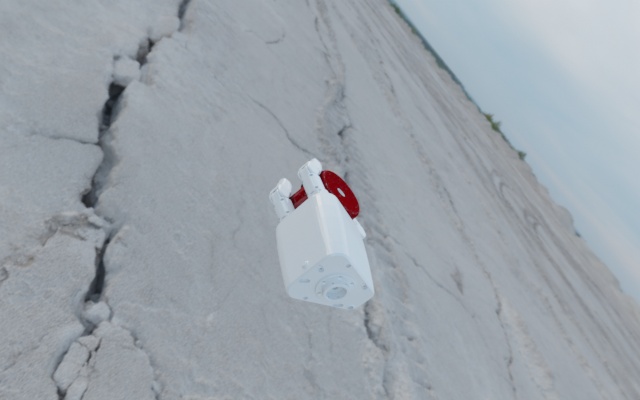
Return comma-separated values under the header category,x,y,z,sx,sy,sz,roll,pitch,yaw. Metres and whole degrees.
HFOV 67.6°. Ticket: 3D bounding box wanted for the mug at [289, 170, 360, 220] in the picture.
category,x,y,z,sx,sy,sz,roll,pitch,yaw
mug,0.000,0.001,0.700,0.081,0.117,0.093,-38,-51,22
